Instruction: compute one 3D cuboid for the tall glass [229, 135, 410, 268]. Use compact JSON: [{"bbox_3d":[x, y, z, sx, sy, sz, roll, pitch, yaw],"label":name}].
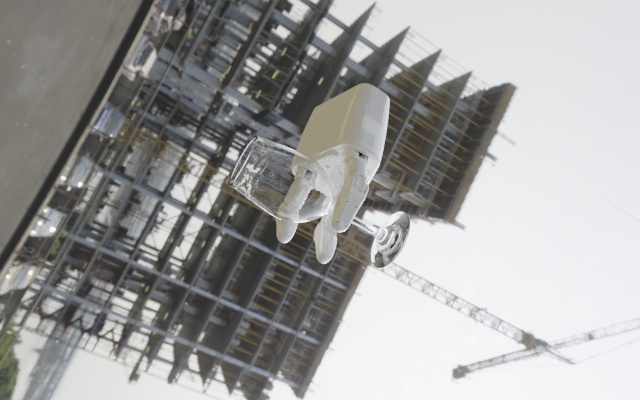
[{"bbox_3d":[0.001,0.002,0.541,0.201,0.079,0.079,28,-9,-18],"label":"tall glass"}]
